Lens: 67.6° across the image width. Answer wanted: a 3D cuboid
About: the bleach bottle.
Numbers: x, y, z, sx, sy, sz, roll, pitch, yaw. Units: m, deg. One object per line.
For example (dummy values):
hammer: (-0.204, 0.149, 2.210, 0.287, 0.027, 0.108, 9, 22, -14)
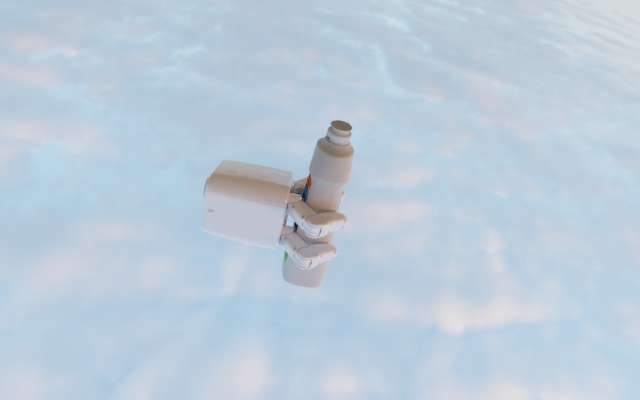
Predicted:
bleach bottle: (0.000, 0.002, 0.667, 0.068, 0.251, 0.102, 12, 35, -4)
